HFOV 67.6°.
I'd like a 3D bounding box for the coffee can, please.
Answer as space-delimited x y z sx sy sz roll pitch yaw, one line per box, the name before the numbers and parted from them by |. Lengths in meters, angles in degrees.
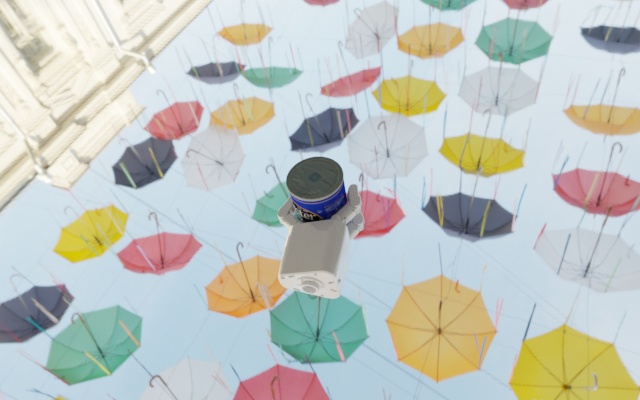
coffee can | 0.000 0.003 0.889 0.103 0.102 0.140 0 -40 12
